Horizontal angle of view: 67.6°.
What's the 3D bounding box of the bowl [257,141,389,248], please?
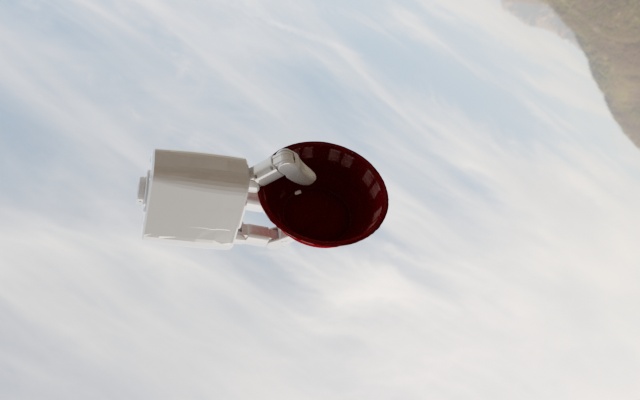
[{"bbox_3d":[0.001,0.002,0.594,0.162,0.162,0.055,0,-37,-12],"label":"bowl"}]
